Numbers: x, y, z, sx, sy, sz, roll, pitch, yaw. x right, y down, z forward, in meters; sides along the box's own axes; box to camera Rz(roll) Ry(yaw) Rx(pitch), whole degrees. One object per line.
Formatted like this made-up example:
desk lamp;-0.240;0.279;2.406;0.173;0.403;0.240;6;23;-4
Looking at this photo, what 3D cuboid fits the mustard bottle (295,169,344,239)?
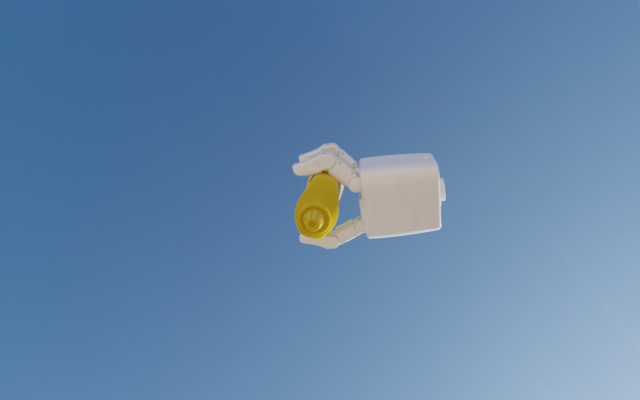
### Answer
mustard bottle;0.000;0.002;0.682;0.058;0.096;0.191;17;19;0
